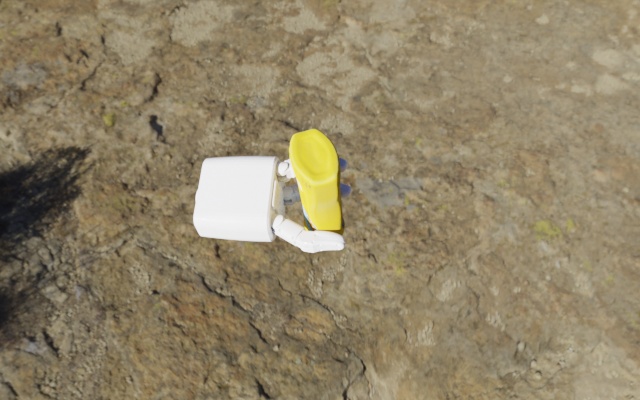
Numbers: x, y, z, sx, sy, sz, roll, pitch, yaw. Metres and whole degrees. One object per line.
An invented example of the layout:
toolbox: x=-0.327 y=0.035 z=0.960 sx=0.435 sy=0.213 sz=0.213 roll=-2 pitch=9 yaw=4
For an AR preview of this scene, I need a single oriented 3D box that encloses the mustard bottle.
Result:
mustard bottle: x=0.000 y=0.002 z=0.649 sx=0.058 sy=0.096 sz=0.192 roll=-18 pitch=-38 yaw=-7
